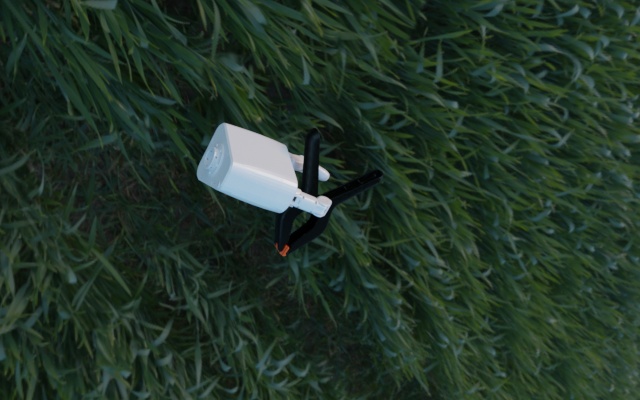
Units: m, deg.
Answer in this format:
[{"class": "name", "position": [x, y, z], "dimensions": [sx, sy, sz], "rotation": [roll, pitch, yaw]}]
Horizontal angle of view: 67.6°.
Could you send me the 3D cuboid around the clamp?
[{"class": "clamp", "position": [0.000, 0.003, 0.772], "dimensions": [0.164, 0.210, 0.036], "rotation": [20, 18, -34]}]
